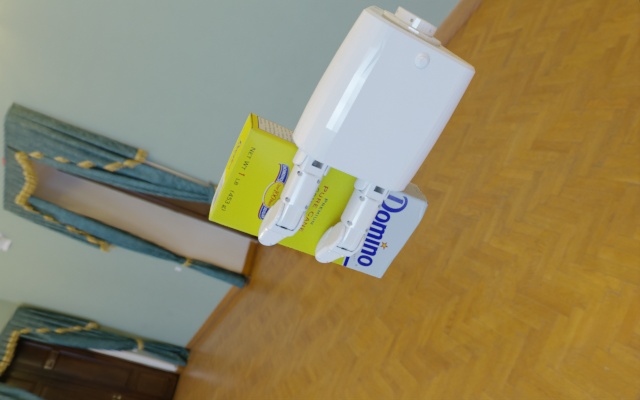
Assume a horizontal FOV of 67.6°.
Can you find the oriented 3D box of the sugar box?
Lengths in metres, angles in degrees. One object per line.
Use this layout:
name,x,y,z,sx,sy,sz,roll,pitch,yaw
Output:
sugar box,0.000,0.002,0.429,0.176,0.093,0.048,21,24,-18
